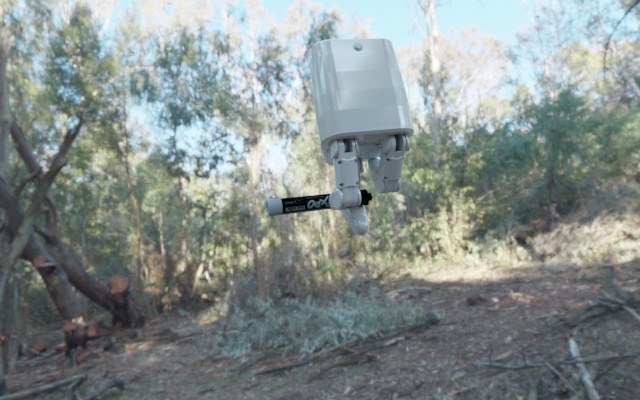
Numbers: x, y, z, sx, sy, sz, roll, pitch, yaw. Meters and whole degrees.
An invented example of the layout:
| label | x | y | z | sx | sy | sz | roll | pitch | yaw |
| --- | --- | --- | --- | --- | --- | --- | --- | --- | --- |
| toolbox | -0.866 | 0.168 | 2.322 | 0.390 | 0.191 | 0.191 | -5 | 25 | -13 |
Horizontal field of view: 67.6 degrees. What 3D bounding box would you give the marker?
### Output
| label | x | y | z | sx | sy | sz | roll | pitch | yaw |
| --- | --- | --- | --- | --- | --- | --- | --- | --- | --- |
| marker | 0.000 | 0.002 | 0.533 | 0.121 | 0.020 | 0.020 | -6 | 2 | -15 |
